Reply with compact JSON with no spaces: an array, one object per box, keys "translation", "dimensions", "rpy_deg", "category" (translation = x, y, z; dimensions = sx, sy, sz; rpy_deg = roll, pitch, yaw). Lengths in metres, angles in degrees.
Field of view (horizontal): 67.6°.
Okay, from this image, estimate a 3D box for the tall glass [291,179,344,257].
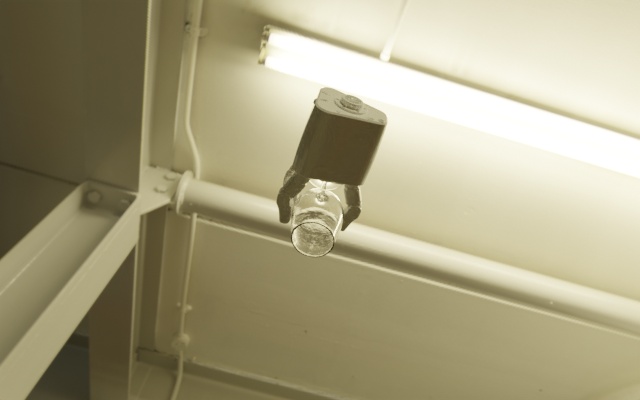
[{"translation":[0.000,0.002,0.746],"dimensions":[0.079,0.079,0.201],"rpy_deg":[0,32,8],"category":"tall glass"}]
